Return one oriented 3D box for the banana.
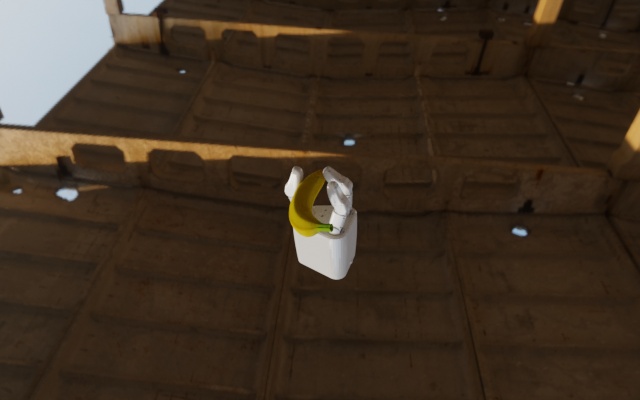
[{"bbox_3d":[-0.018,0.007,0.791,0.069,0.037,0.197,-9,31,1],"label":"banana"}]
